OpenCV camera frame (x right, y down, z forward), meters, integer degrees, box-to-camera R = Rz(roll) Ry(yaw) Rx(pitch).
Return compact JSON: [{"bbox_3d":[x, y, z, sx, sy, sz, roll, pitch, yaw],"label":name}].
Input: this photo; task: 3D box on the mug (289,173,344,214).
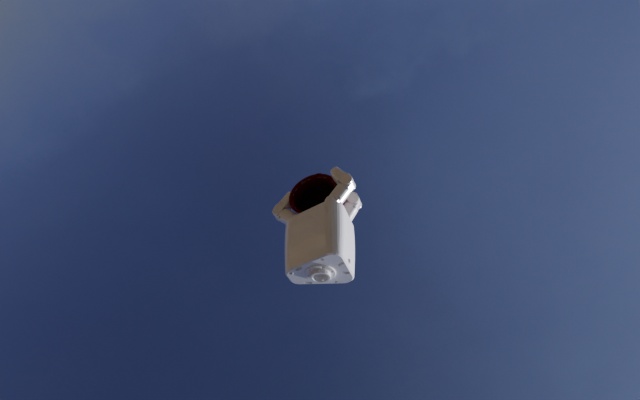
[{"bbox_3d":[0.000,0.002,0.882,0.093,0.117,0.082,-12,-43,15],"label":"mug"}]
